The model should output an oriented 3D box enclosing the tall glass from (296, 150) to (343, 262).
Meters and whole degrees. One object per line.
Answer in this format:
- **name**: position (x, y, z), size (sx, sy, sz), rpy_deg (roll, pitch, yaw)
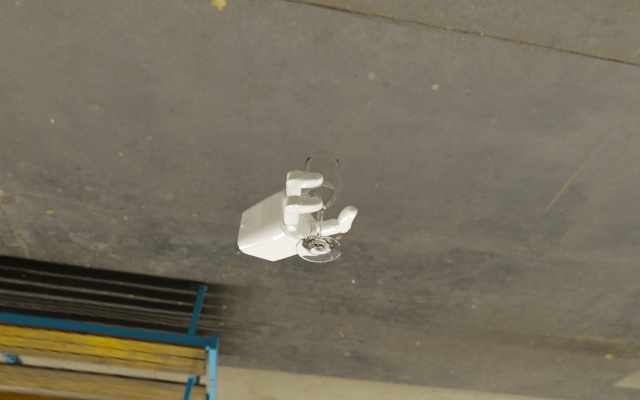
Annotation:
- **tall glass**: position (0.000, 0.003, 0.827), size (0.079, 0.200, 0.079), rpy_deg (2, -40, 1)
